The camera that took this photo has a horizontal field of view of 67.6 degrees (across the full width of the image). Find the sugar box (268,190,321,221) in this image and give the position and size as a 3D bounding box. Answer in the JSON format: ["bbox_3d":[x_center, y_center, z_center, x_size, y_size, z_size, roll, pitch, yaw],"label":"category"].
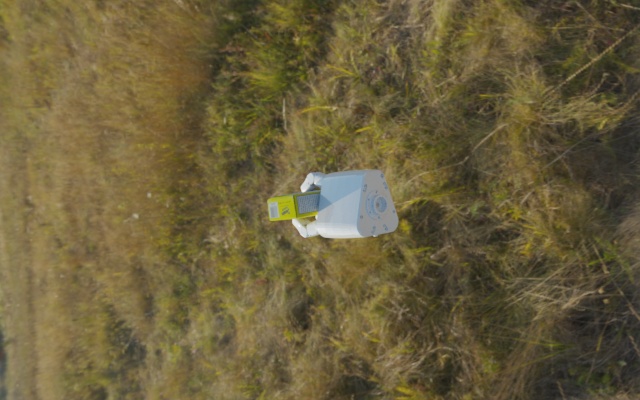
[{"bbox_3d":[0.000,0.003,0.882,0.176,0.048,0.093,-6,0,-36],"label":"sugar box"}]
